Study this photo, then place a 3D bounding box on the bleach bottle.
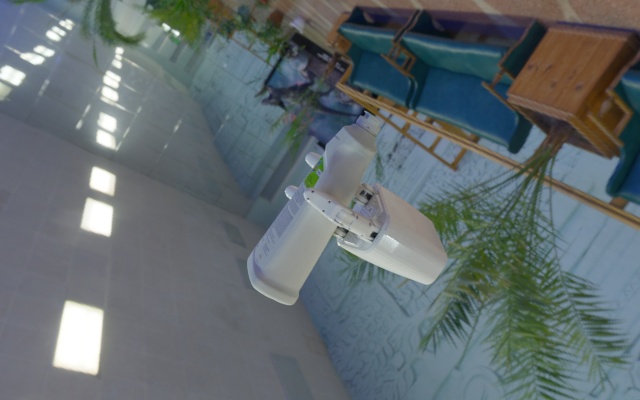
[{"bbox_3d":[0.000,0.002,0.604,0.068,0.251,0.102,30,9,-21],"label":"bleach bottle"}]
